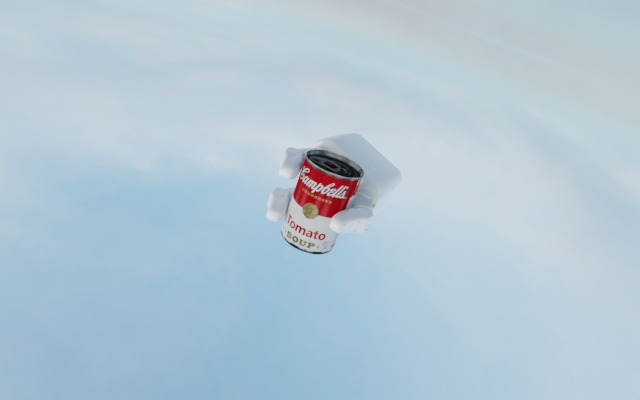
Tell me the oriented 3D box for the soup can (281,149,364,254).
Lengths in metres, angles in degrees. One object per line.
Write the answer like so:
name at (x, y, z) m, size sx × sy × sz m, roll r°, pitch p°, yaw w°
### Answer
soup can at (0.000, 0.002, 0.547) m, size 0.068 × 0.102 × 0.068 m, roll 17°, pitch 24°, yaw -8°
